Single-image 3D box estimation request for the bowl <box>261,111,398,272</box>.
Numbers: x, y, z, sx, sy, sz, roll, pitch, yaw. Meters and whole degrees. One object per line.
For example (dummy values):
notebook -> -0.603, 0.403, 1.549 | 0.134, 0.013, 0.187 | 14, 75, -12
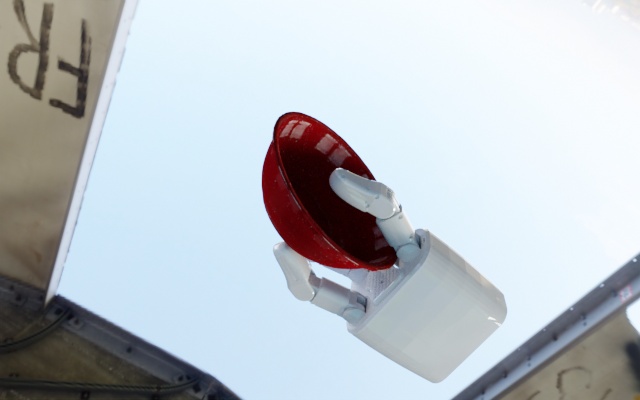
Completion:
bowl -> -0.001, 0.001, 0.427 | 0.055, 0.162, 0.162 | -35, -18, 27
